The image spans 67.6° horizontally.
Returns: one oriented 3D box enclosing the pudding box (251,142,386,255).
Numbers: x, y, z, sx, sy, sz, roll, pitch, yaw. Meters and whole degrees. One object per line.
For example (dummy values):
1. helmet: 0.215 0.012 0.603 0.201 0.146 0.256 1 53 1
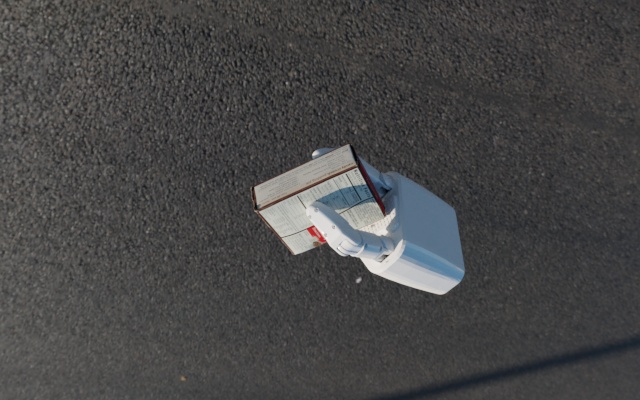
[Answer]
1. pudding box: 0.000 0.002 0.487 0.113 0.039 0.090 -25 -44 9
